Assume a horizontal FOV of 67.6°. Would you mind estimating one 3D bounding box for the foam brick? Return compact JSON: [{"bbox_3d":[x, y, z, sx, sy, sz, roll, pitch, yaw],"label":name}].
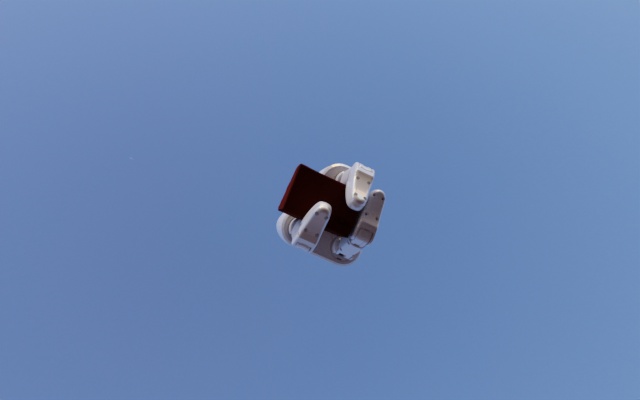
[{"bbox_3d":[0.000,0.001,0.512,0.078,0.053,0.051,25,-5,-10],"label":"foam brick"}]
